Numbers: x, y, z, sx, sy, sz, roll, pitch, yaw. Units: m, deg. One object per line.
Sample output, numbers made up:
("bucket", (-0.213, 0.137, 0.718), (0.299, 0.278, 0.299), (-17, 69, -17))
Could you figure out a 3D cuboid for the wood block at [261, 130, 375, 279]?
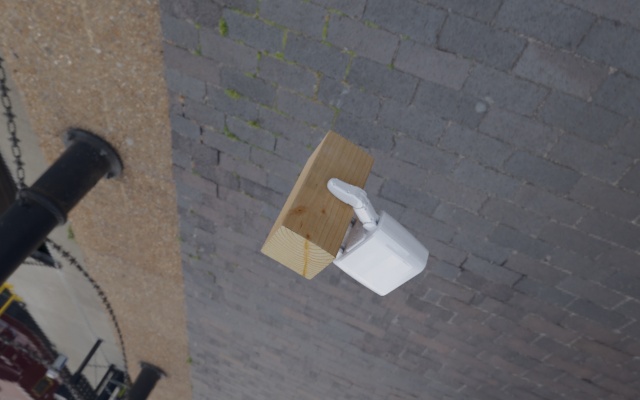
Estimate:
("wood block", (0.001, 0.003, 0.738), (0.090, 0.206, 0.091), (32, -39, -9))
